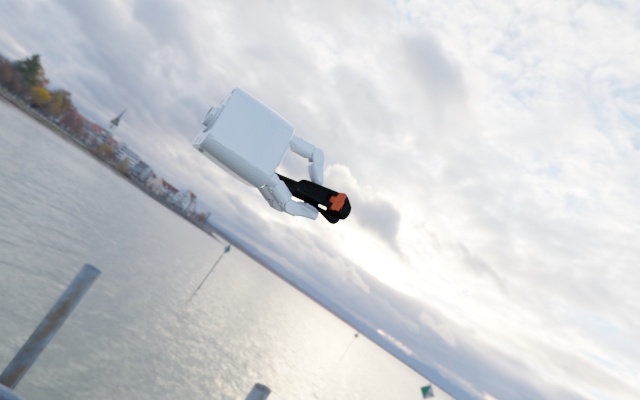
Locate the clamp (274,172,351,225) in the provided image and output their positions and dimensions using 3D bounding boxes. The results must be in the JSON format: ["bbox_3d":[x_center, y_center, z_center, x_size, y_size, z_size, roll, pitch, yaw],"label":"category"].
[{"bbox_3d":[0.001,0.002,0.761,0.164,0.036,0.210,32,-8,-24],"label":"clamp"}]
